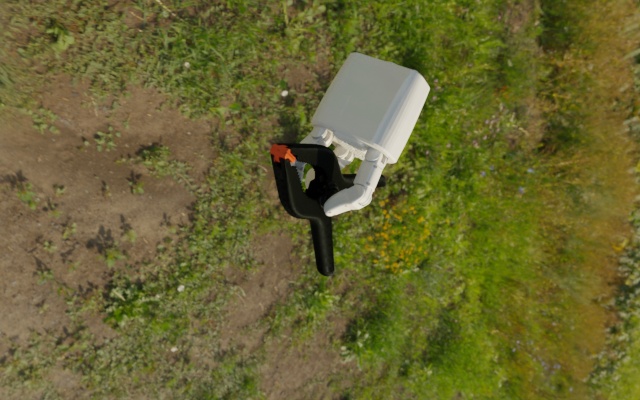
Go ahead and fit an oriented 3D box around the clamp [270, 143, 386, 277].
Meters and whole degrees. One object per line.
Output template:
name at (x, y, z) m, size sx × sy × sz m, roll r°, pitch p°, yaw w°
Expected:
clamp at (0.000, 0.002, 0.603) m, size 0.036 × 0.164 × 0.210 m, roll 21°, pitch -9°, yaw 40°
